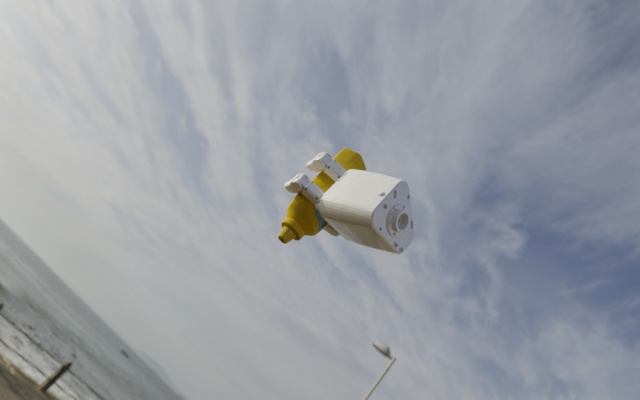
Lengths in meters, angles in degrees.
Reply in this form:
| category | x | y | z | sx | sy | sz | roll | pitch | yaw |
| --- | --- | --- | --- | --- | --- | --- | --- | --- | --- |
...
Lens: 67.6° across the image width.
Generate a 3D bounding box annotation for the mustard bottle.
| category | x | y | z | sx | sy | sz | roll | pitch | yaw |
| --- | --- | --- | --- | --- | --- | --- | --- | --- | --- |
| mustard bottle | 0.000 | 0.002 | 0.797 | 0.058 | 0.191 | 0.096 | 31 | -29 | 25 |
